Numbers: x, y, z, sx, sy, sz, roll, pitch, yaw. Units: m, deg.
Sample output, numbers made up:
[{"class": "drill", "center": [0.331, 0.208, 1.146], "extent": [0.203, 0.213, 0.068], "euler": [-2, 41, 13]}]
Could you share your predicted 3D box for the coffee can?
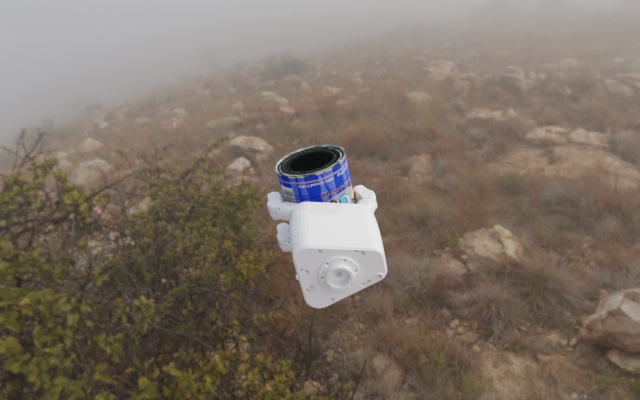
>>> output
[{"class": "coffee can", "center": [0.000, 0.002, 0.703], "extent": [0.103, 0.140, 0.102], "euler": [-11, 27, 6]}]
